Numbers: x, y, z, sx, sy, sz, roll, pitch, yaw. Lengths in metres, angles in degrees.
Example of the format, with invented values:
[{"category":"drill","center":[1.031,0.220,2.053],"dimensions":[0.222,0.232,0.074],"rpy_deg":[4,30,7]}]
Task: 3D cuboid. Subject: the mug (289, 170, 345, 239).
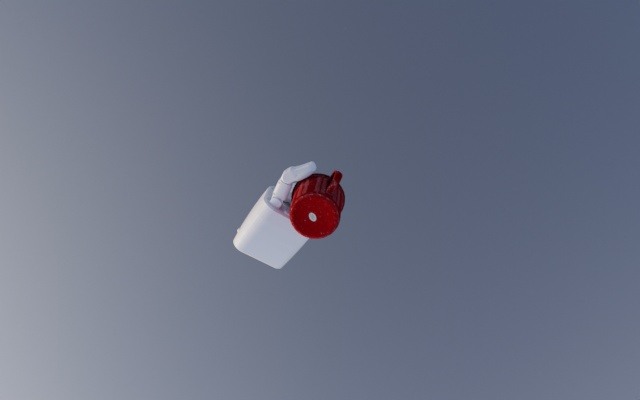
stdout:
[{"category":"mug","center":[0.001,0.002,0.778],"dimensions":[0.093,0.117,0.081],"rpy_deg":[34,20,-9]}]
